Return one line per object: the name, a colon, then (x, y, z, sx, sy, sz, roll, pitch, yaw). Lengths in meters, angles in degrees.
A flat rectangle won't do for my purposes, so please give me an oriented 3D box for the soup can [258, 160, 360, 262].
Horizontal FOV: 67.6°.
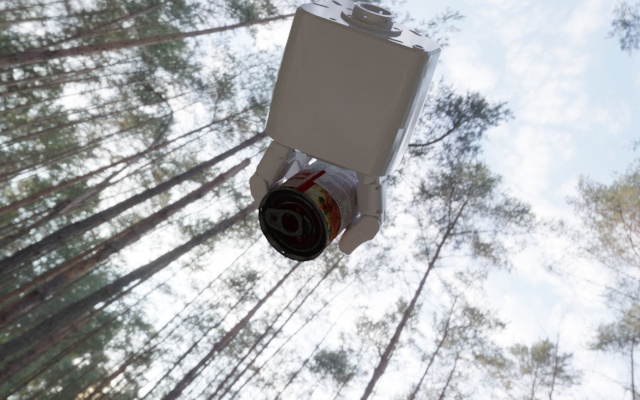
soup can: (0.000, 0.002, 0.435, 0.068, 0.068, 0.102, 0, 23, 32)
